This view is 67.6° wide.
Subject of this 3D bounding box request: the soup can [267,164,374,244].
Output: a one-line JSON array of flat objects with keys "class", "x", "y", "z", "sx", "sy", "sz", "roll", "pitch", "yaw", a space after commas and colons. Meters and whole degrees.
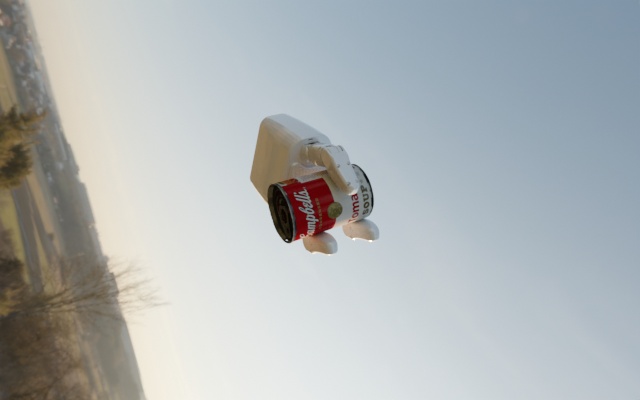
[{"class": "soup can", "x": 0.001, "y": 0.002, "z": 0.538, "sx": 0.102, "sy": 0.068, "sz": 0.068, "roll": -16, "pitch": 7, "yaw": -24}]
